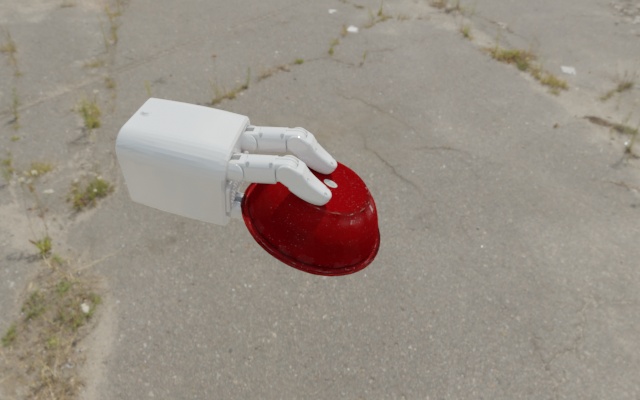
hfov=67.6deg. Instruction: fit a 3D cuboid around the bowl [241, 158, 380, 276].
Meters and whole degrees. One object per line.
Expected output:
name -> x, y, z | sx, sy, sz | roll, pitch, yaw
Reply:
bowl -> 0.001, 0.002, 0.512 | 0.162, 0.055, 0.162 | 15, 39, -13
